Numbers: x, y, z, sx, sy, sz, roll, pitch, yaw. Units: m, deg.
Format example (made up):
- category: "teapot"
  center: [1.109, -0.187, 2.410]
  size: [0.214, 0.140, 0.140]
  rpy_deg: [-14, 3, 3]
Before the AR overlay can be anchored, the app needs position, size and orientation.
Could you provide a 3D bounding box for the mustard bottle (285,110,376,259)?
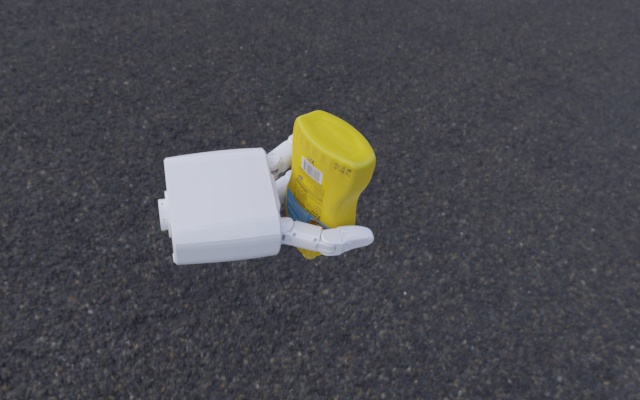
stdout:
- category: "mustard bottle"
  center: [0.000, 0.001, 0.540]
  size: [0.058, 0.192, 0.096]
  rpy_deg: [-28, 57, -34]
